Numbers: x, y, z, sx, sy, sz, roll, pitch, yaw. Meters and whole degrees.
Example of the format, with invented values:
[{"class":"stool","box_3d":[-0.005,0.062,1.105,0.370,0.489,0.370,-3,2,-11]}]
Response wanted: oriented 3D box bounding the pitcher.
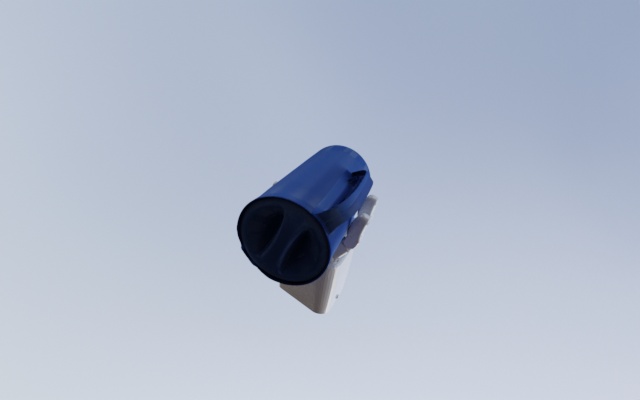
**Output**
[{"class":"pitcher","box_3d":[0.000,0.002,0.703,0.149,0.145,0.242,19,32,14]}]
